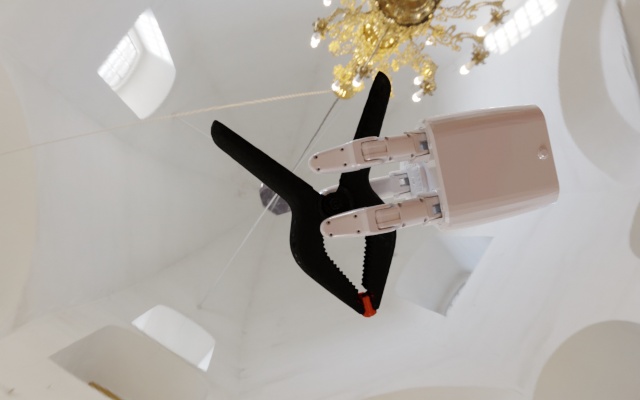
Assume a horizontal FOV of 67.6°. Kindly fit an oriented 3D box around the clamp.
[{"bbox_3d":[0.000,0.002,0.421,0.164,0.210,0.036,-11,-1,-4],"label":"clamp"}]
